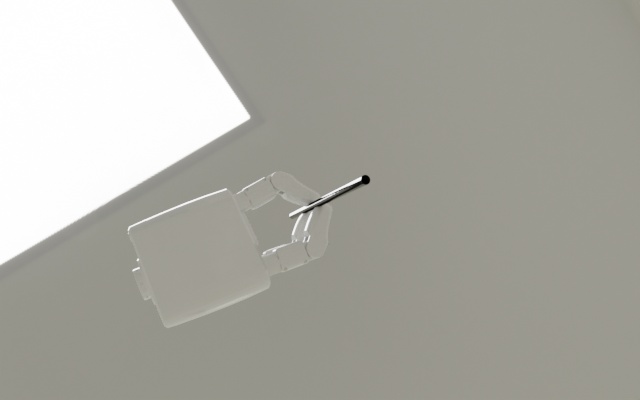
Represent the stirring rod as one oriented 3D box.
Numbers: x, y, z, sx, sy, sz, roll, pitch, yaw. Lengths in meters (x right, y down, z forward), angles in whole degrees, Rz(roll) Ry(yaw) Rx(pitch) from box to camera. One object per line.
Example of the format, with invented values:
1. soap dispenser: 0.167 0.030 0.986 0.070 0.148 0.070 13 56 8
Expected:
1. stirring rod: 0.000 0.002 0.489 0.011 0.011 0.239 0 -9 -17
